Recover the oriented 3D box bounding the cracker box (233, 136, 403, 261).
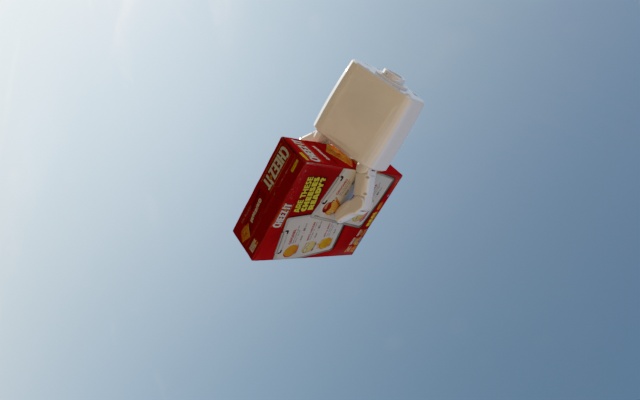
[{"bbox_3d":[0.000,0.002,0.699,0.214,0.164,0.072,4,34,-47],"label":"cracker box"}]
